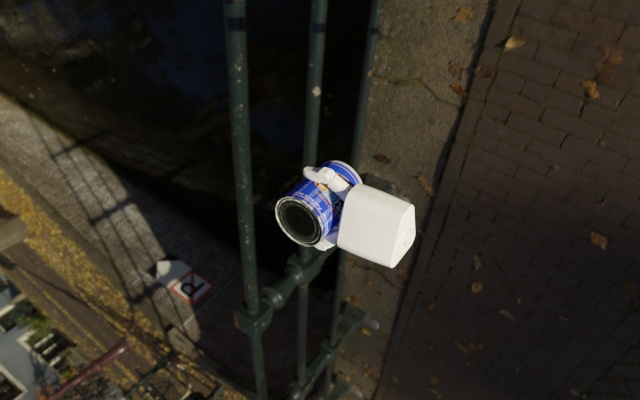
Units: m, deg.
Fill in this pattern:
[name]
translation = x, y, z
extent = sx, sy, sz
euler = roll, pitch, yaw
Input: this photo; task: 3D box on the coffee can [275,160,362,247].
[coffee can]
translation = 0.000, 0.003, 0.874
extent = 0.103, 0.103, 0.140
euler = 0, 30, 41
